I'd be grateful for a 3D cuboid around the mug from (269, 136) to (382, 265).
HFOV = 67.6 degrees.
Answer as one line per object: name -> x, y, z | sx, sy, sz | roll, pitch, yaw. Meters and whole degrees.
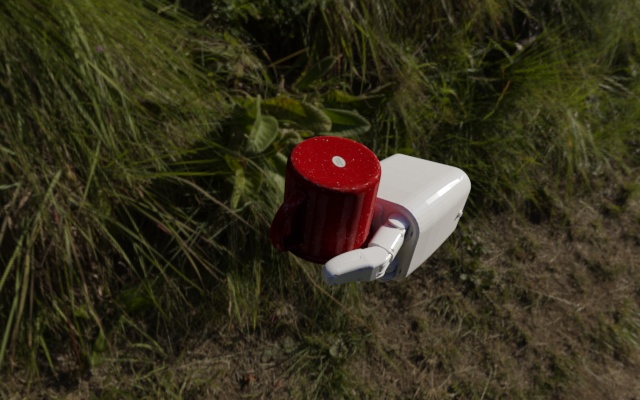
mug -> -0.001, 0.002, 0.419 | 0.093, 0.082, 0.117 | 35, 47, 28
